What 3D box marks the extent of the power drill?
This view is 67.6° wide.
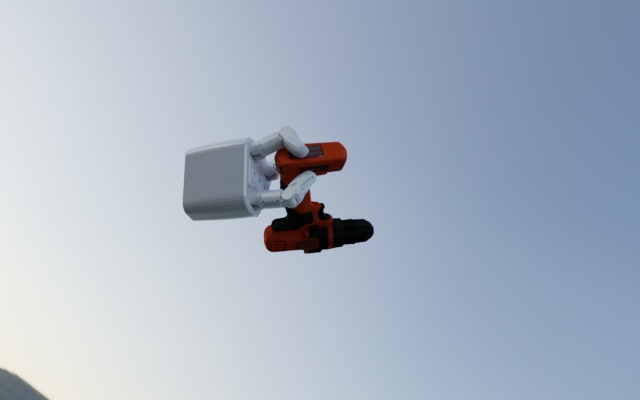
[{"bbox_3d":[0.000,0.002,0.749,0.184,0.188,0.057,-6,36,-10],"label":"power drill"}]
